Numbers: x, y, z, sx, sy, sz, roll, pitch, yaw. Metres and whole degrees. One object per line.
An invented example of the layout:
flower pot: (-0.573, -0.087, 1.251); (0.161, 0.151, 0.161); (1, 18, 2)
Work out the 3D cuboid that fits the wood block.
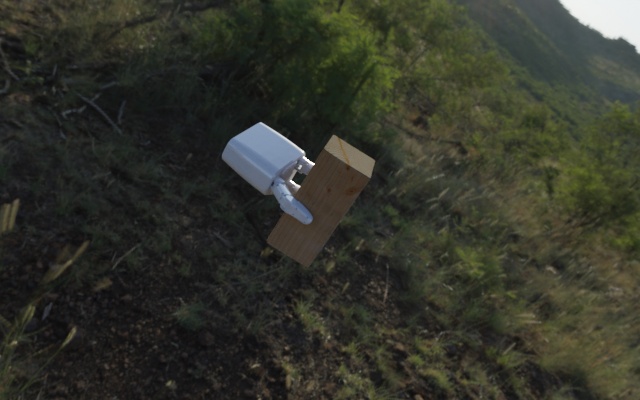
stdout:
wood block: (0.000, 0.003, 0.837); (0.090, 0.206, 0.090); (32, 26, -2)
